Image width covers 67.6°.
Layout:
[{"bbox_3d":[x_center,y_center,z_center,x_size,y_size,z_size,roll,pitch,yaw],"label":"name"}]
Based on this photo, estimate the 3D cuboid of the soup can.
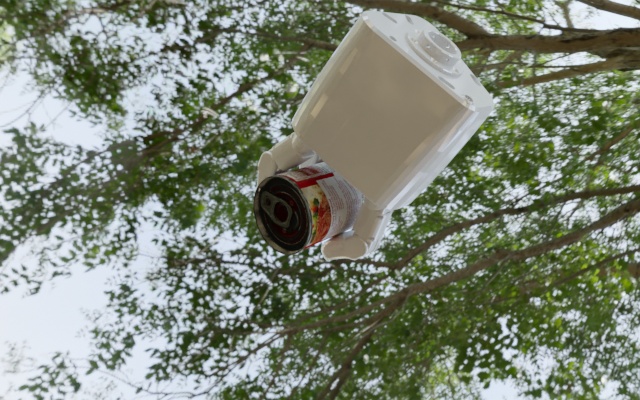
[{"bbox_3d":[0.000,0.002,0.430,0.068,0.068,0.102,0,13,43],"label":"soup can"}]
